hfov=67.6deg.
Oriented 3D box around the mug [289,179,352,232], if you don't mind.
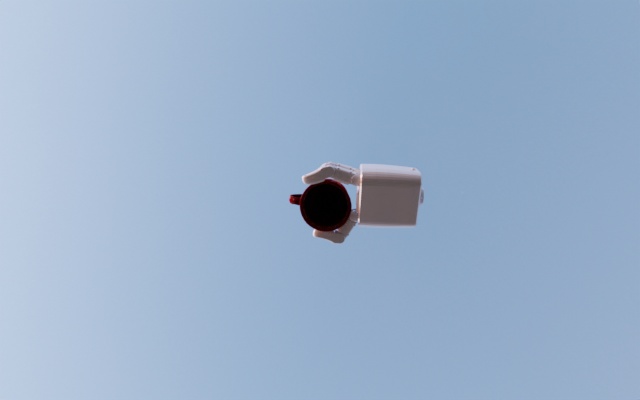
[{"bbox_3d":[-0.001,0.003,0.887,0.117,0.093,0.081,4,10,4],"label":"mug"}]
